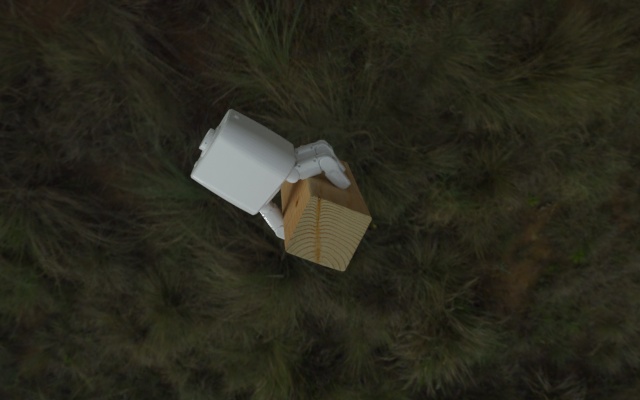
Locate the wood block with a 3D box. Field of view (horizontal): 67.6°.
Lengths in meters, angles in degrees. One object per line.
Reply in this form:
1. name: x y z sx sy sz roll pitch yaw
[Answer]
1. wood block: 0.000 0.003 0.712 0.090 0.091 0.206 21 21 -15
